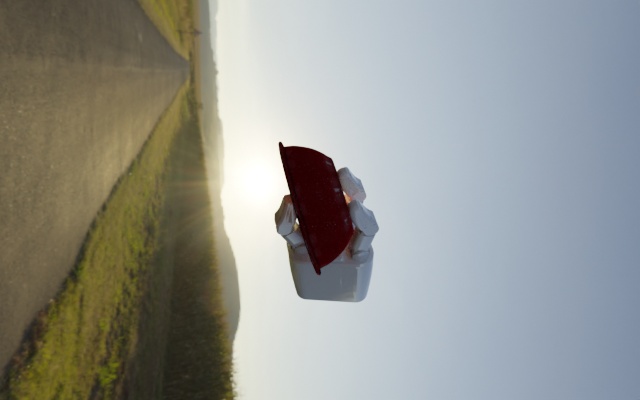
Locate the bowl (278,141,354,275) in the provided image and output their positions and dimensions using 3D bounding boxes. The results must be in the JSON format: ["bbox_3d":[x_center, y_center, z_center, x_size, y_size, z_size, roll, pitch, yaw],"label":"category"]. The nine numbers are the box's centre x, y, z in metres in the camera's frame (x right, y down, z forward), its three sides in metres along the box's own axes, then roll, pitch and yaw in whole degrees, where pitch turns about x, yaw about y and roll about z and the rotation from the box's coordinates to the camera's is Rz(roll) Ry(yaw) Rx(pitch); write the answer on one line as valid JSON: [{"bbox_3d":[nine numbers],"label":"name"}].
[{"bbox_3d":[0.000,0.001,0.553,0.055,0.162,0.162,-17,0,1],"label":"bowl"}]
